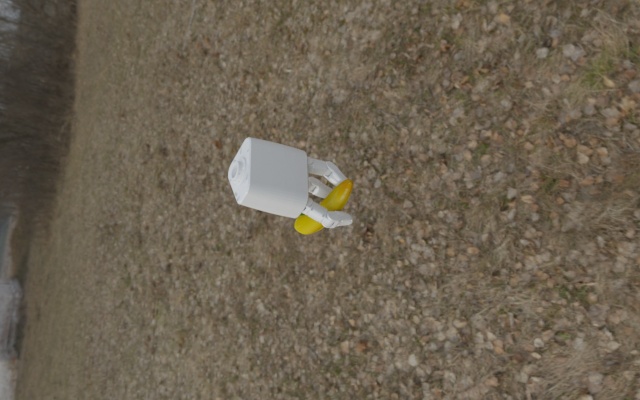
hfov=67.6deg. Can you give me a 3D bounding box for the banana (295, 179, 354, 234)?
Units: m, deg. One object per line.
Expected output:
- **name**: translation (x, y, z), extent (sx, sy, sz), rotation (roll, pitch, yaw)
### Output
- **banana**: translation (-0.003, 0.021, 0.867), extent (0.037, 0.069, 0.198), rotation (17, -25, -25)
